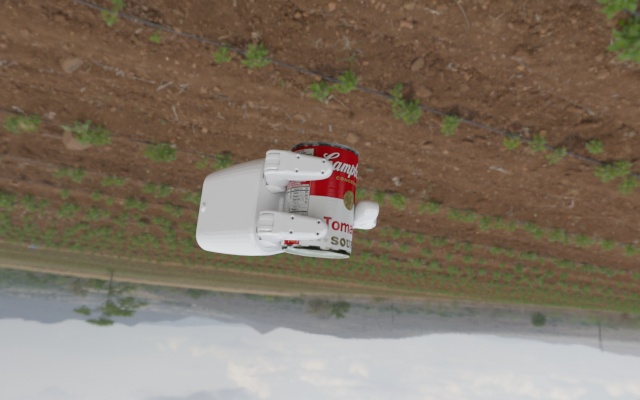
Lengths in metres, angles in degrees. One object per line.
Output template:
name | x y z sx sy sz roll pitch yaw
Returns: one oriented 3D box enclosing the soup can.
soup can | 0.000 0.002 0.464 0.068 0.102 0.068 5 -12 1
